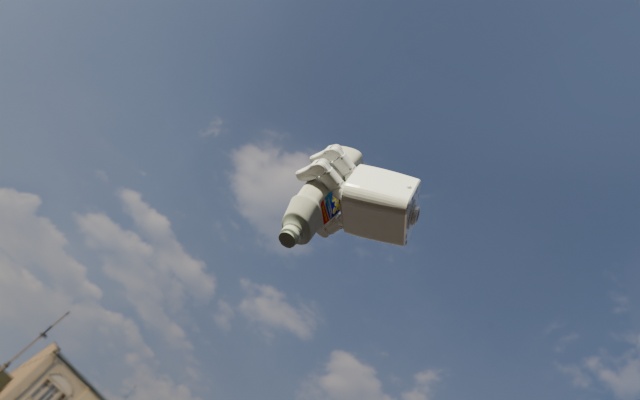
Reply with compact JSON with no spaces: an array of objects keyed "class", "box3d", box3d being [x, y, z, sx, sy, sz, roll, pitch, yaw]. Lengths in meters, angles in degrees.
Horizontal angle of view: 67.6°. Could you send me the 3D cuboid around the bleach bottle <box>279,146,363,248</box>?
[{"class":"bleach bottle","box3d":[0.000,0.002,0.799,0.068,0.103,0.250,15,36,18]}]
